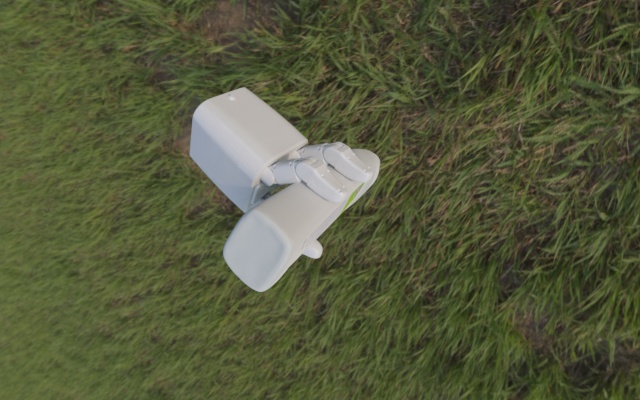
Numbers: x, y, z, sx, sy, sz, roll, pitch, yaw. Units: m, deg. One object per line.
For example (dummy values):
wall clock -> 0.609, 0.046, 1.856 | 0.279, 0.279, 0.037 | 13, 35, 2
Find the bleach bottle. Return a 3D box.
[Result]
bleach bottle -> 0.000, 0.002, 0.568 | 0.250, 0.068, 0.103 | -37, -12, -49
